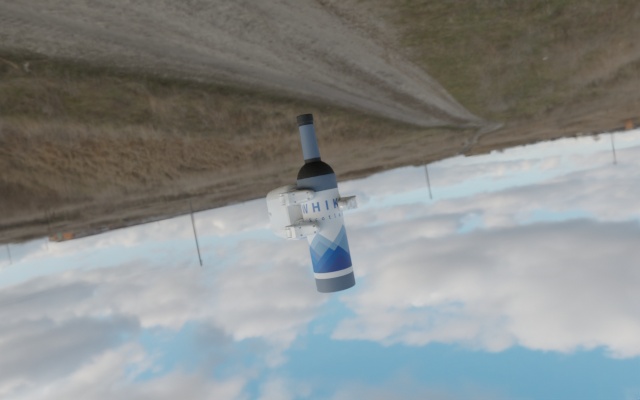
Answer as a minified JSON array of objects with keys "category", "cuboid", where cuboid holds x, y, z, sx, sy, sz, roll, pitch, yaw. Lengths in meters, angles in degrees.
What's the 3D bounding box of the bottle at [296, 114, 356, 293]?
[{"category":"bottle","cuboid":[0.000,0.003,0.802,0.069,0.296,0.069,-11,3,0]}]
